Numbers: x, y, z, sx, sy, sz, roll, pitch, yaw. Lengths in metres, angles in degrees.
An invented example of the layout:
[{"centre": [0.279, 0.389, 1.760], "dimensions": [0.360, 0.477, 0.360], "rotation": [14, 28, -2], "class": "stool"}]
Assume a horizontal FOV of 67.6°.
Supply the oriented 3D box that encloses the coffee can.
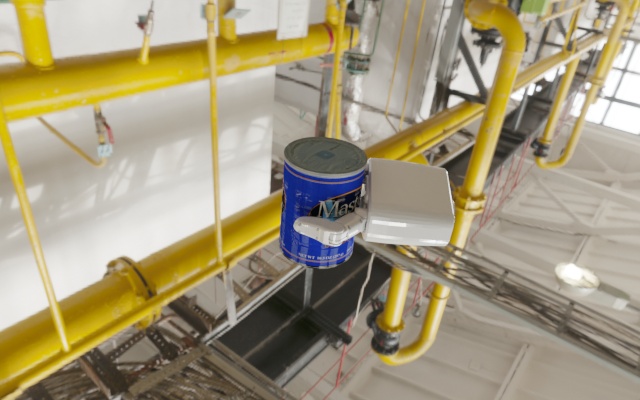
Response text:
[{"centre": [0.000, 0.002, 0.619], "dimensions": [0.103, 0.140, 0.102], "rotation": [5, 31, -3], "class": "coffee can"}]
